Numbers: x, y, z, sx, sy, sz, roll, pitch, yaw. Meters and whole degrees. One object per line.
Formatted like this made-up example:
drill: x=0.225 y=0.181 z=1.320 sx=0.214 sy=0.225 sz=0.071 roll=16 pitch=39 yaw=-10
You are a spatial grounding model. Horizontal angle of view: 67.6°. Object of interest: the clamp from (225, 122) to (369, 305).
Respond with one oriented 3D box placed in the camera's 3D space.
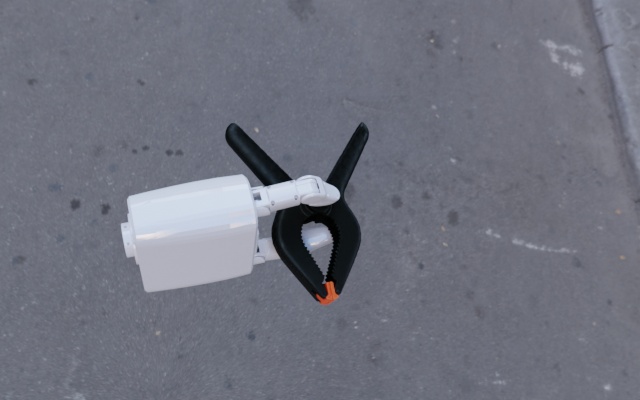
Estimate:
clamp: x=0.000 y=0.002 z=0.509 sx=0.164 sy=0.210 sz=0.036 roll=-11 pitch=-19 yaw=-19
